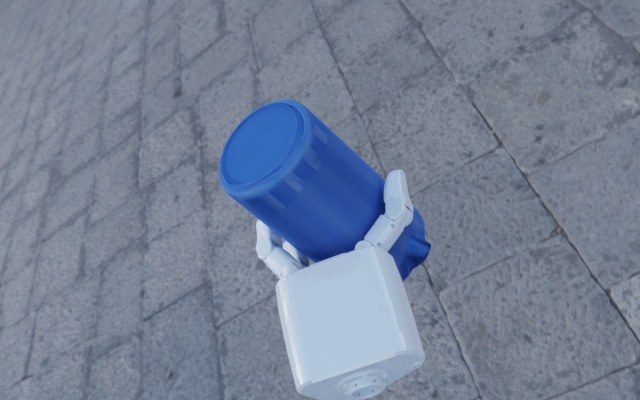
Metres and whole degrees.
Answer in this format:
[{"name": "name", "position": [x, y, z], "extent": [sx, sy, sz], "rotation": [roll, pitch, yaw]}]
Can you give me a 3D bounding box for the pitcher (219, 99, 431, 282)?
[{"name": "pitcher", "position": [0.000, 0.002, 0.523], "extent": [0.149, 0.145, 0.243], "rotation": [-31, -42, 17]}]
